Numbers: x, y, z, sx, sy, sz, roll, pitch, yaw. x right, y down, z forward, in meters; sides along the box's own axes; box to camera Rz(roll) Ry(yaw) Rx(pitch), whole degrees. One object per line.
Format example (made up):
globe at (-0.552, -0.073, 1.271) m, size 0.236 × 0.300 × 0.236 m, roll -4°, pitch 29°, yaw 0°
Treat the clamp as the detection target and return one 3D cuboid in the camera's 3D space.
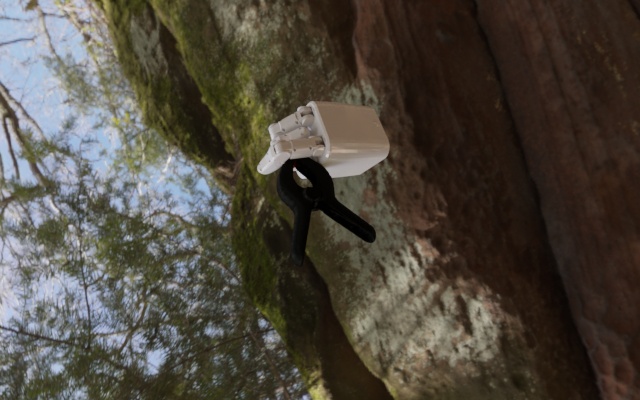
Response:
clamp at (0.000, 0.002, 0.641) m, size 0.120 × 0.171 × 0.039 m, roll -4°, pitch -28°, yaw -25°
